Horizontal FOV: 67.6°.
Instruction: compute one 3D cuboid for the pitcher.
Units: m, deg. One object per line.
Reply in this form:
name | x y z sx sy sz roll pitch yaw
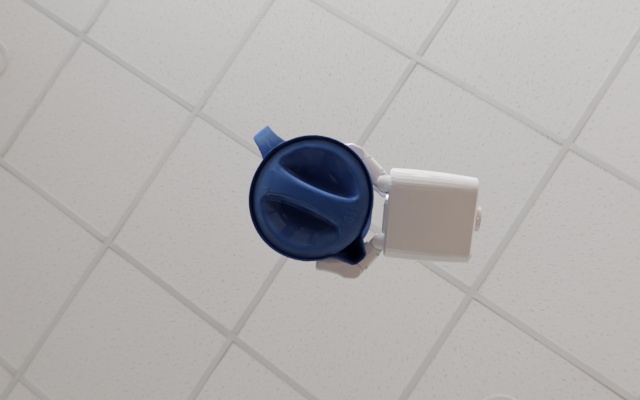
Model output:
pitcher | 0.000 0.002 0.610 0.145 0.149 0.243 5 -6 9
